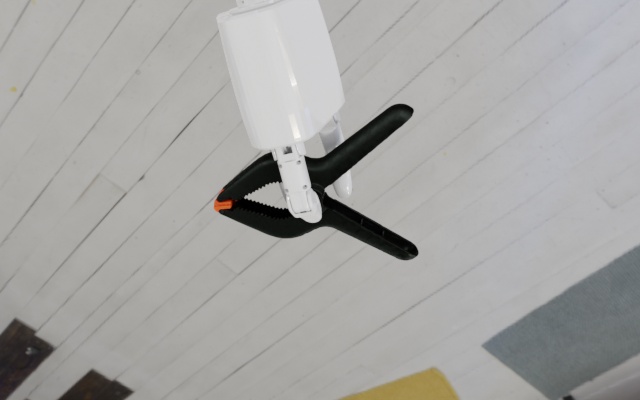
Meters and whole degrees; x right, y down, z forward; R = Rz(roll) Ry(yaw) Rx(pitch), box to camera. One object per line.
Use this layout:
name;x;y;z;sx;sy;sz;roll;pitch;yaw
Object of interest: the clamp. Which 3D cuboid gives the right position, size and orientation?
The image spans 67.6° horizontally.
clamp;-0.001;0.002;0.480;0.210;0.165;0.036;-10;24;10
